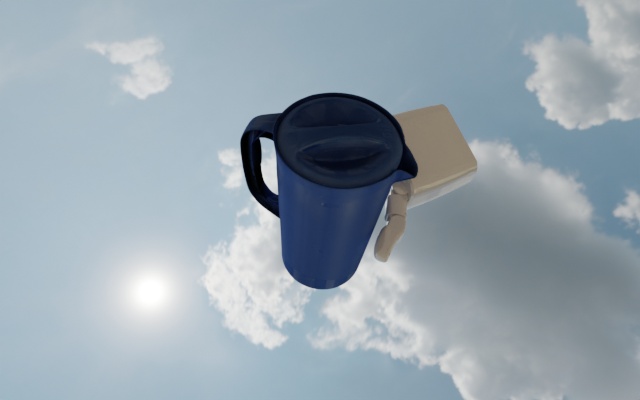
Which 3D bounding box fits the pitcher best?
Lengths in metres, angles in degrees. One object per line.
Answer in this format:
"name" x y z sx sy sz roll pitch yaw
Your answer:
"pitcher" 0.000 0.002 0.564 0.145 0.149 0.243 -21 -32 -21
